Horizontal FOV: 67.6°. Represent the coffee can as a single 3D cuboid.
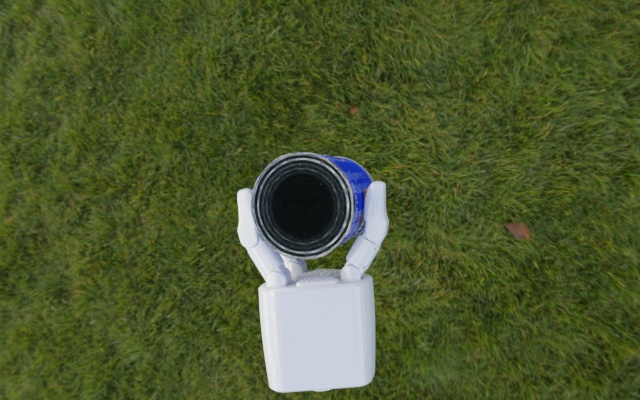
[{"bbox_3d":[0.000,0.001,0.514,0.103,0.103,0.140,0,3,15],"label":"coffee can"}]
